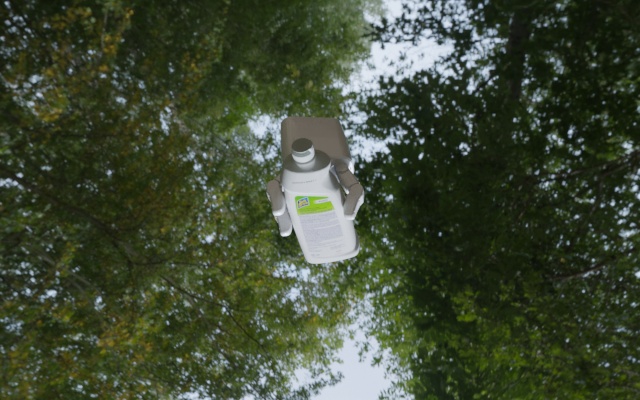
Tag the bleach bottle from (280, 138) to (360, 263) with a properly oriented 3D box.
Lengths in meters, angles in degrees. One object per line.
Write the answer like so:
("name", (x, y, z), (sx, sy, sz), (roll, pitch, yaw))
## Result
("bleach bottle", (0.000, 0.002, 0.738), (0.102, 0.068, 0.251), (-12, -40, 0))
